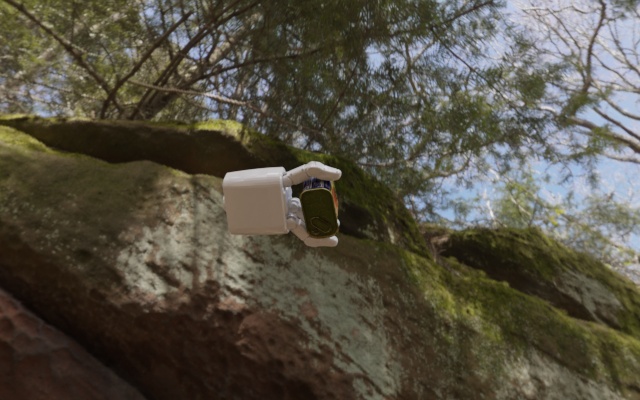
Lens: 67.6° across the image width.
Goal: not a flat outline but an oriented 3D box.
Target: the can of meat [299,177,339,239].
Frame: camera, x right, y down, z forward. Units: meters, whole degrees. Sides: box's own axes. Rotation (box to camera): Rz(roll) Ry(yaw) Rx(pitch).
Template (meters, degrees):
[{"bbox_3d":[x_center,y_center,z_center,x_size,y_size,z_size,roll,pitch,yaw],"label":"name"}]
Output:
[{"bbox_3d":[0.000,0.003,0.859,0.057,0.102,0.084,-8,31,8],"label":"can of meat"}]
